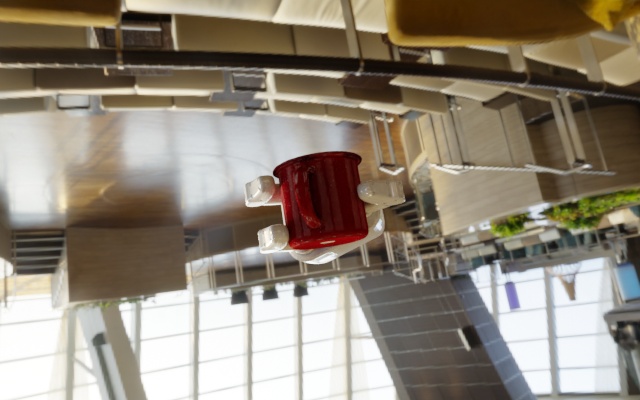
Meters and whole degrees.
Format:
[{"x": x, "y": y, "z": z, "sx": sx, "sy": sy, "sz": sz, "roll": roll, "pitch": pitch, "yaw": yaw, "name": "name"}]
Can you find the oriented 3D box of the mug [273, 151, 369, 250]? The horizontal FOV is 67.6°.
[{"x": 0.000, "y": 0.001, "z": 0.470, "sx": 0.093, "sy": 0.081, "sz": 0.117, "roll": -11, "pitch": -12, "yaw": 11, "name": "mug"}]
